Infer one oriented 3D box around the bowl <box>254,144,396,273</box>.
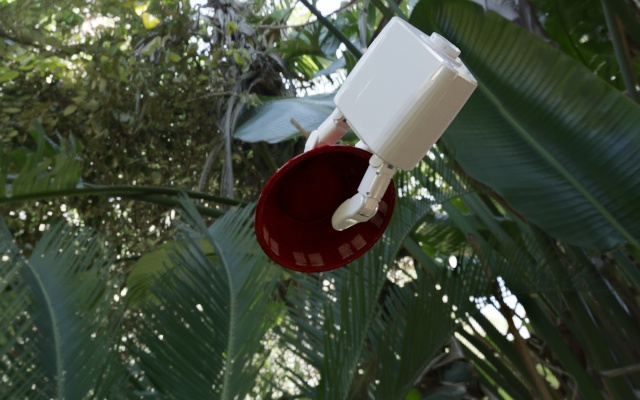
[{"bbox_3d":[-0.001,0.003,0.538,0.162,0.162,0.055,0,29,-22],"label":"bowl"}]
